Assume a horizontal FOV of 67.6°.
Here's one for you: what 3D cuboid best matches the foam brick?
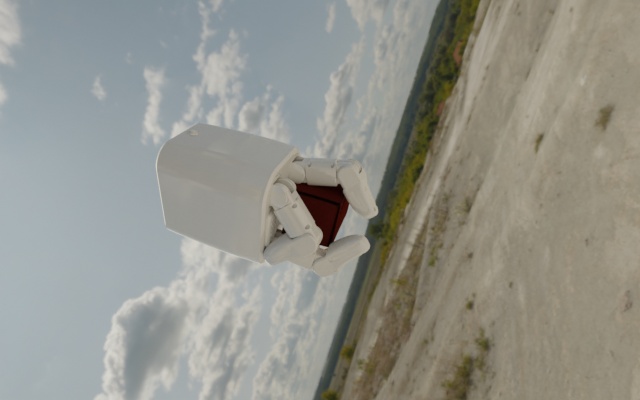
[{"bbox_3d":[0.000,0.002,0.485,0.051,0.053,0.078,16,28,8],"label":"foam brick"}]
